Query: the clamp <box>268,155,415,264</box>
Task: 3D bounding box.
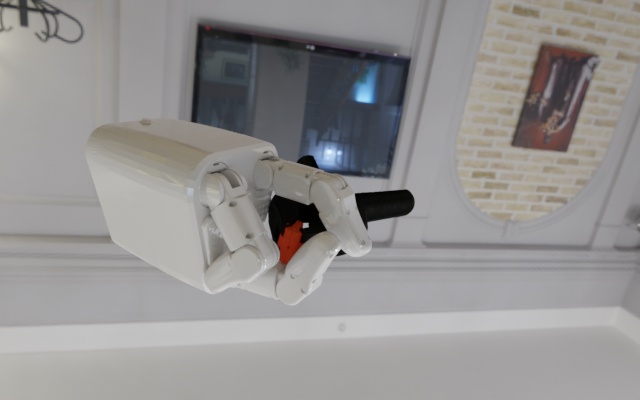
[{"bbox_3d":[0.000,0.002,0.404,0.120,0.039,0.171,19,21,24],"label":"clamp"}]
